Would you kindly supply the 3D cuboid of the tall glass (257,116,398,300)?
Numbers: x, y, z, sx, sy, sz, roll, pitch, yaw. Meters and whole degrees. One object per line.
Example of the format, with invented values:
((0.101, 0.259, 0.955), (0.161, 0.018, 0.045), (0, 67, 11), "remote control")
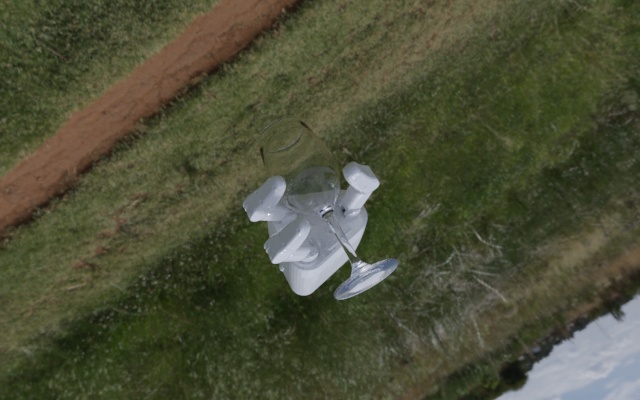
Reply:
((0.000, 0.002, 0.517), (0.079, 0.201, 0.079), (-25, -24, -12), "tall glass")
